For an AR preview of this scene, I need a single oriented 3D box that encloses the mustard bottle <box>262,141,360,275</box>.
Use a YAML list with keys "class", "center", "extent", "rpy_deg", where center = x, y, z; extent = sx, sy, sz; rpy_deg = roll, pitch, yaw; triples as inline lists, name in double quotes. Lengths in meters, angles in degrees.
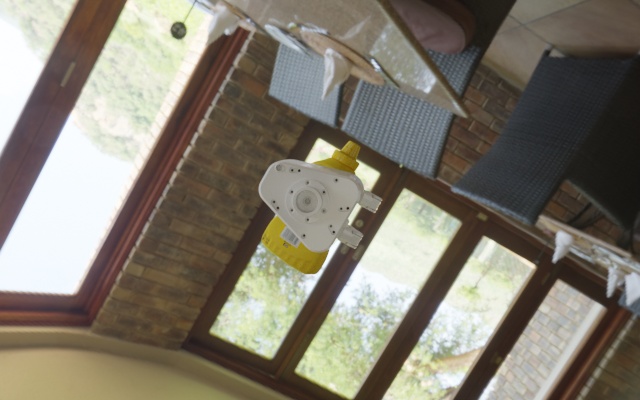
- class: "mustard bottle"
  center: [0.000, 0.002, 0.678]
  extent: [0.096, 0.191, 0.058]
  rpy_deg: [33, 6, 27]
